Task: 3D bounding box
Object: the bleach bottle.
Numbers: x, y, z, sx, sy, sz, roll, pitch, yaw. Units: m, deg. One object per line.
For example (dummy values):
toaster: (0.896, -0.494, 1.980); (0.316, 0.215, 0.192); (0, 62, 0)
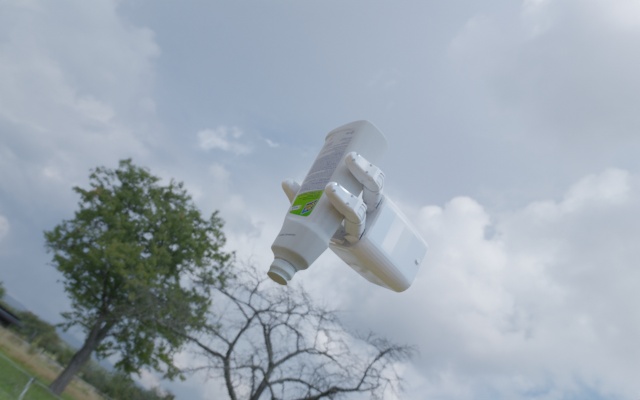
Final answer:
bleach bottle: (0.000, 0.002, 0.637); (0.068, 0.250, 0.102); (45, -32, -22)
